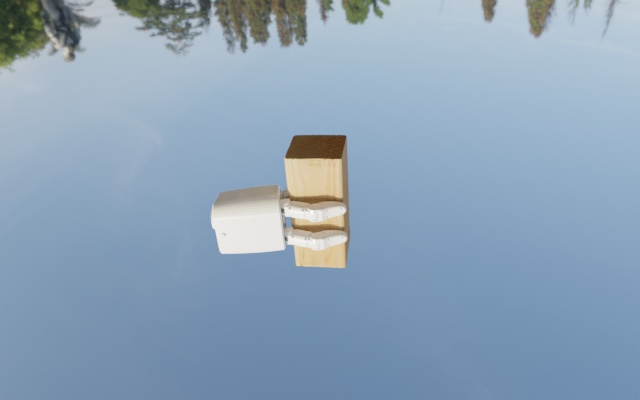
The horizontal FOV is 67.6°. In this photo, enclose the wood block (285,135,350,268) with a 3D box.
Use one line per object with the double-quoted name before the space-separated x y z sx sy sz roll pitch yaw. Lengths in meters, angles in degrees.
"wood block" 0.000 0.003 0.798 0.090 0.206 0.090 1 32 8
